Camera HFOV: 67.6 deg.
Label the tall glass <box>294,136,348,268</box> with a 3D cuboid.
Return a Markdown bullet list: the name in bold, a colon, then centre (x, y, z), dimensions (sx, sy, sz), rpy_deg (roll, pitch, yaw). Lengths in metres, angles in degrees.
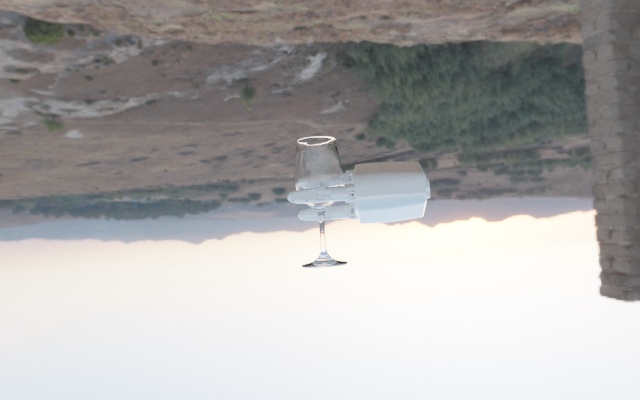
- **tall glass**: centre (0.000, 0.003, 0.757), dimensions (0.079, 0.201, 0.079), rpy_deg (-4, -2, 0)
